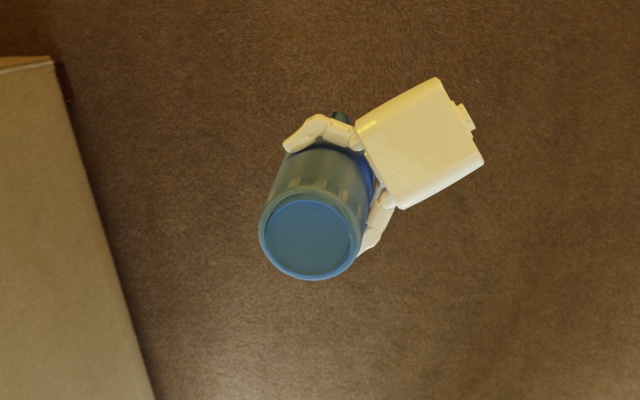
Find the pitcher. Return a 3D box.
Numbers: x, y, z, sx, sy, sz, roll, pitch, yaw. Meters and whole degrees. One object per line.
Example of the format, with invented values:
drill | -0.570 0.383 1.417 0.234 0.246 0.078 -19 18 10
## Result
pitcher | 0.000 0.002 0.592 0.145 0.149 0.242 -29 16 18
